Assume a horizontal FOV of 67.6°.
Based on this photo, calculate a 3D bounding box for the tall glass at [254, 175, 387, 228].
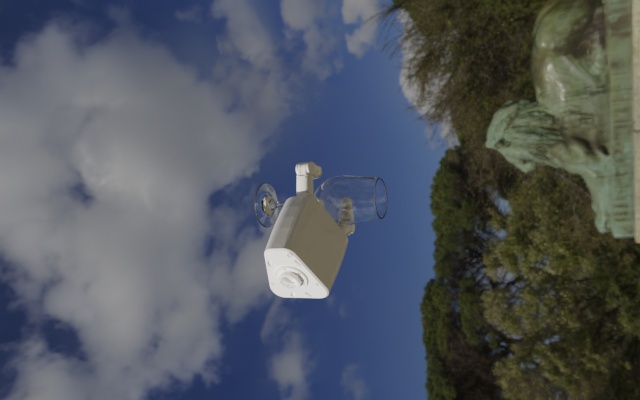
[{"bbox_3d":[0.000,0.002,0.752,0.201,0.079,0.079,-4,-2,24],"label":"tall glass"}]
